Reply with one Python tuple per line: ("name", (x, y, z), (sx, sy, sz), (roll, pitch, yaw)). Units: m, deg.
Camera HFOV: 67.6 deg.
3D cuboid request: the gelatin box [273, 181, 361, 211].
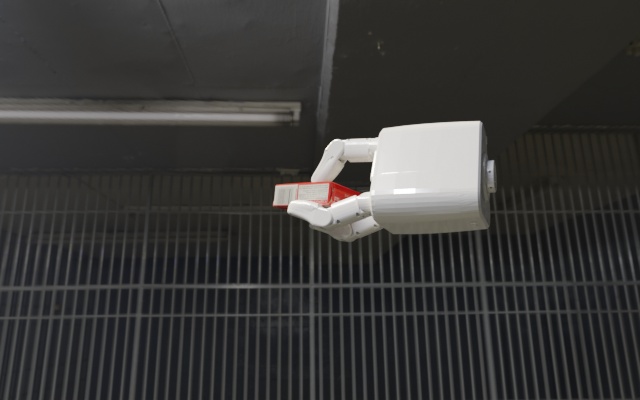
("gelatin box", (0.000, 0.001, 0.571), (0.089, 0.030, 0.073), (-2, -14, 39))
